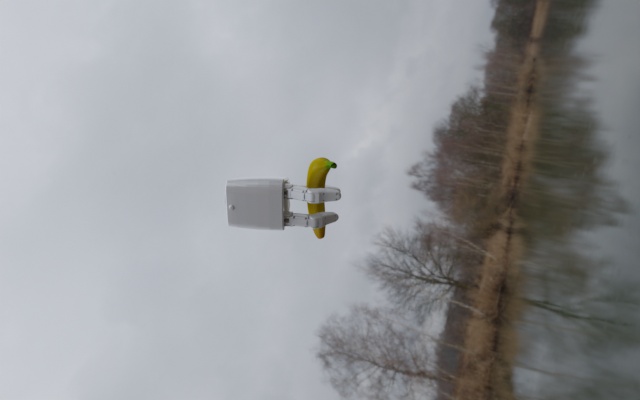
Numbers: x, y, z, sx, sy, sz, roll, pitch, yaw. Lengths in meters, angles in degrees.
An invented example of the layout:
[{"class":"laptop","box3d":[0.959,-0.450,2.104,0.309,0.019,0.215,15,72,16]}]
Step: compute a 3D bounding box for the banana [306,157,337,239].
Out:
[{"class":"banana","box3d":[-0.005,-0.012,0.900,0.037,0.198,0.069,-8,47,-14]}]
